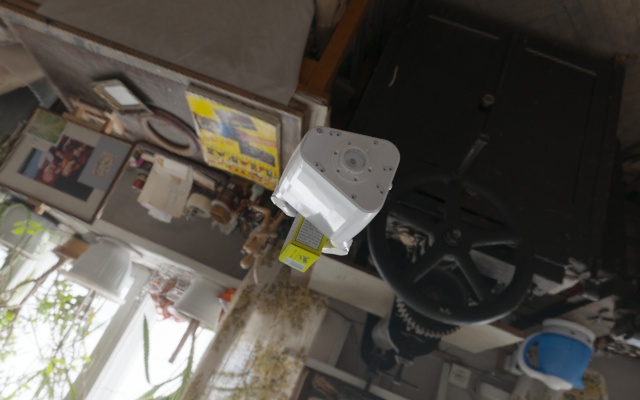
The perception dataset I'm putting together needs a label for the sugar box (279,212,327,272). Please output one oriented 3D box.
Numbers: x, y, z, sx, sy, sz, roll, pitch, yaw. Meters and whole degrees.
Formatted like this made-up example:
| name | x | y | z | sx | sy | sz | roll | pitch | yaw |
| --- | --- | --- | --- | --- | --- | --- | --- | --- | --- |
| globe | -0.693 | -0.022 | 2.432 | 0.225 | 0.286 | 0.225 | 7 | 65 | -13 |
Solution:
| name | x | y | z | sx | sy | sz | roll | pitch | yaw |
| --- | --- | --- | --- | --- | --- | --- | --- | --- | --- |
| sugar box | 0.001 | 0.002 | 0.650 | 0.048 | 0.176 | 0.093 | 27 | -24 | -5 |
